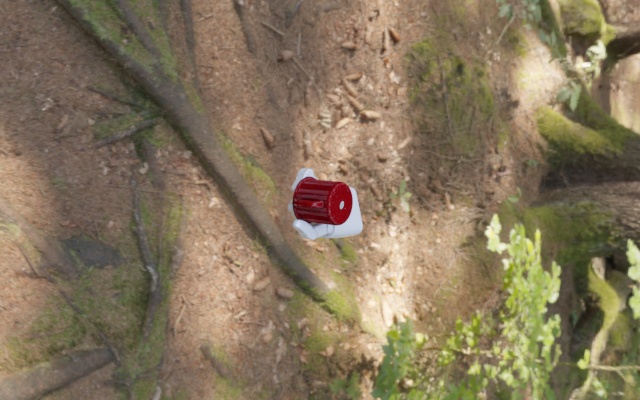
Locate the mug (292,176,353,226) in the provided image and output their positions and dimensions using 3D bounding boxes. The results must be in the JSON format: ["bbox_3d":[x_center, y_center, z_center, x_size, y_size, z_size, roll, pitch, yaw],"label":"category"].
[{"bbox_3d":[-0.001,0.003,0.888,0.081,0.093,0.117,6,3,37],"label":"mug"}]
